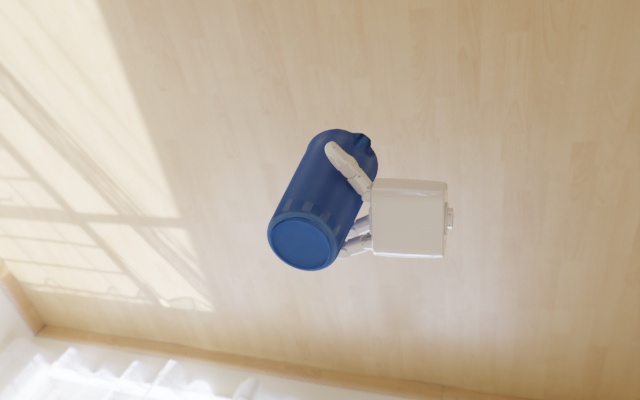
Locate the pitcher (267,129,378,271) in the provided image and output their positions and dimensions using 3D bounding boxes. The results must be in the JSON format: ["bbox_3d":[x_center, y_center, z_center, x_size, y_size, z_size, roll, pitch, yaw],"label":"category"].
[{"bbox_3d":[0.000,0.002,0.765,0.145,0.149,0.242,2,34,19],"label":"pitcher"}]
